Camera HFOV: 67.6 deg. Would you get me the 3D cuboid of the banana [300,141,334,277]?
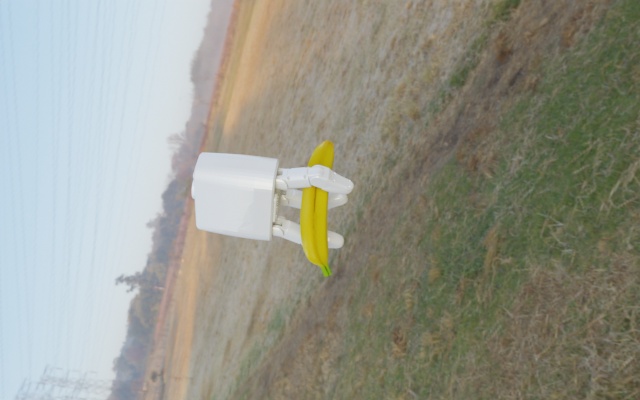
[{"bbox_3d":[-0.004,0.000,0.651,0.037,0.197,0.070,0,-16,12],"label":"banana"}]
